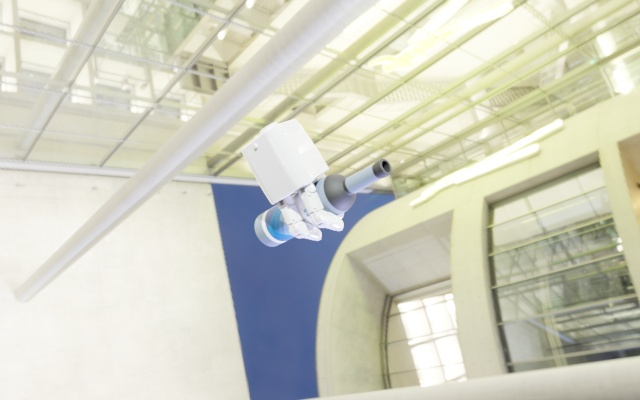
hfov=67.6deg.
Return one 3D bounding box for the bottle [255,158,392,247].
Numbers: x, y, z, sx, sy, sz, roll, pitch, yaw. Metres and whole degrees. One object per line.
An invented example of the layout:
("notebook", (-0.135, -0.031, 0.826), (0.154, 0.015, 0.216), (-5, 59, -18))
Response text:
("bottle", (0.000, 0.003, 0.804), (0.069, 0.069, 0.296), (0, -21, -45))
